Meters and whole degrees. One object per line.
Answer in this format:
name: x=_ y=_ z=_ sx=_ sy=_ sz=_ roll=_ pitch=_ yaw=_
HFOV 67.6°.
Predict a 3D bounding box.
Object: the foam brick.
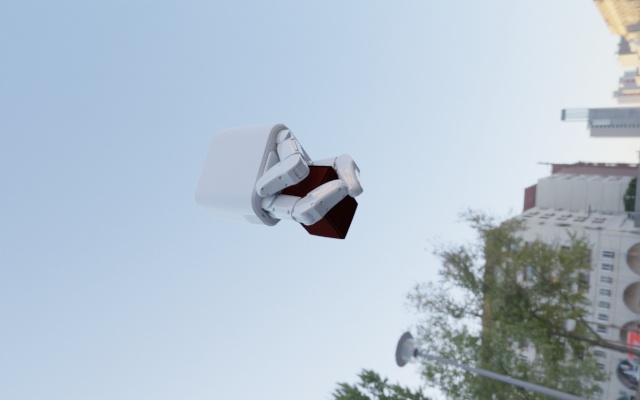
foam brick: x=0.000 y=0.002 z=0.557 sx=0.051 sy=0.053 sz=0.078 roll=3 pitch=-35 yaw=36
